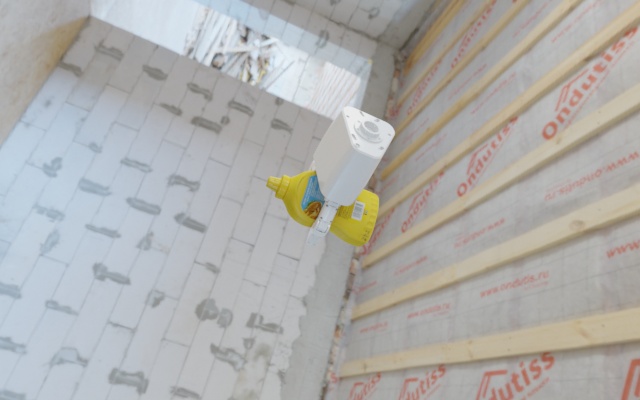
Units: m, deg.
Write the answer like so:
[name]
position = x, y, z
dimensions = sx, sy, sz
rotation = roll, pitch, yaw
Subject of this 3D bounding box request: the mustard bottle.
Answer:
[mustard bottle]
position = 0.000, 0.003, 0.808
dimensions = 0.191, 0.096, 0.058
rotation = 22, -23, -12
